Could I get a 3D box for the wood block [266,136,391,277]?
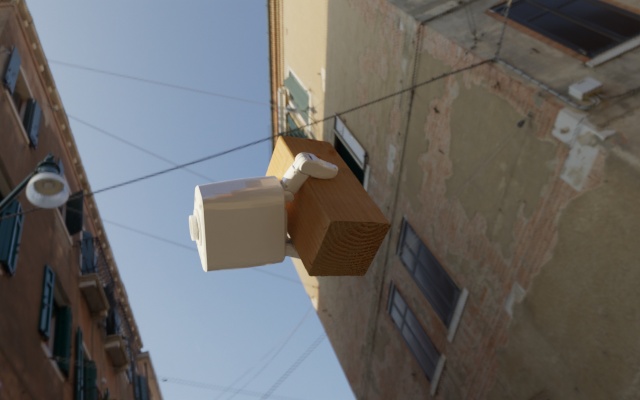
[{"bbox_3d":[0.000,0.002,0.667,0.090,0.091,0.206,4,34,-29],"label":"wood block"}]
